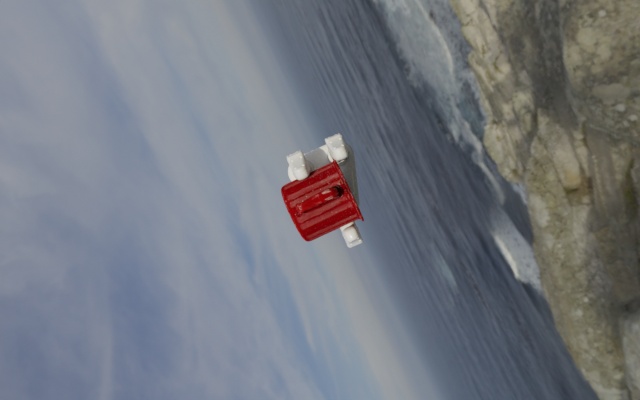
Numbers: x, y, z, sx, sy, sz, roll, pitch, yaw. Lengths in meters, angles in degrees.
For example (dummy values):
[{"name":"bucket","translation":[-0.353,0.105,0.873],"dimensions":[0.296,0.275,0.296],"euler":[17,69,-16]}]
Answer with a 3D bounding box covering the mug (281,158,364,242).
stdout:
[{"name":"mug","translation":[0.000,0.002,0.611],"dimensions":[0.081,0.093,0.117],"euler":[-25,-1,3]}]
